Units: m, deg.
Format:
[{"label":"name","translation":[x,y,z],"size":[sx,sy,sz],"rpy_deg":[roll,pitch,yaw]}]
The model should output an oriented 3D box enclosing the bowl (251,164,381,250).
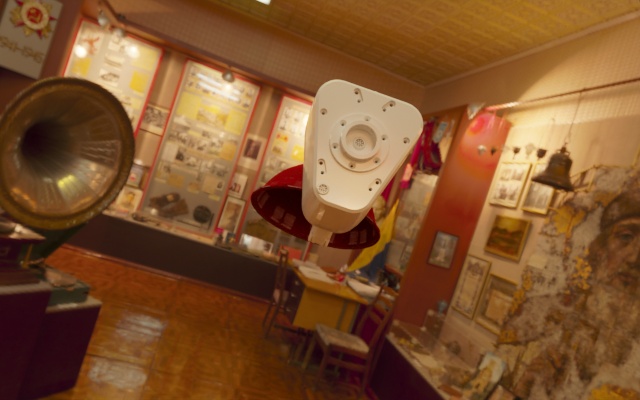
[{"label":"bowl","translation":[0.000,0.002,0.582],"size":[0.162,0.055,0.162],"rpy_deg":[15,-24,7]}]
